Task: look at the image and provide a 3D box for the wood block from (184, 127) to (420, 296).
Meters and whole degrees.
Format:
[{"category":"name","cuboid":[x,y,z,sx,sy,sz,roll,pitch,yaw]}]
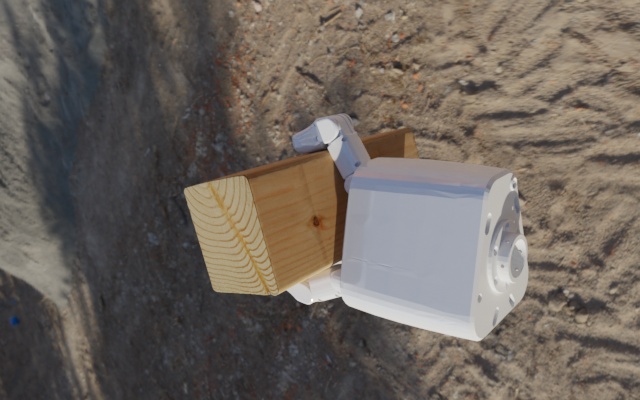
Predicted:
[{"category":"wood block","cuboid":[0.000,0.001,0.429,0.090,0.091,0.206,-8,9,46]}]
